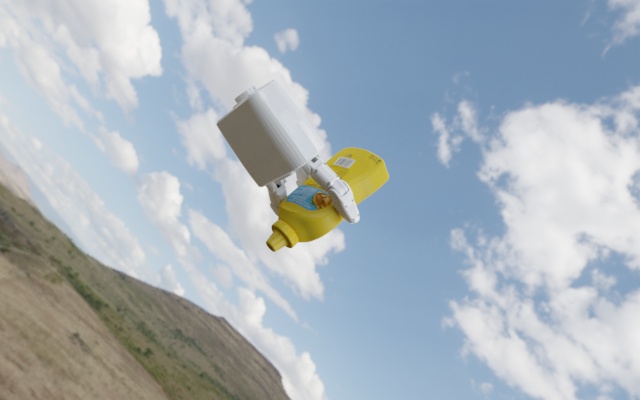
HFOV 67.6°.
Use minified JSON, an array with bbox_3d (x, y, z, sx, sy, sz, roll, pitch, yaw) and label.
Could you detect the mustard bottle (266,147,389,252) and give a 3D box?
[{"bbox_3d":[0.000,0.002,0.657,0.191,0.058,0.096,-41,38,-24],"label":"mustard bottle"}]
